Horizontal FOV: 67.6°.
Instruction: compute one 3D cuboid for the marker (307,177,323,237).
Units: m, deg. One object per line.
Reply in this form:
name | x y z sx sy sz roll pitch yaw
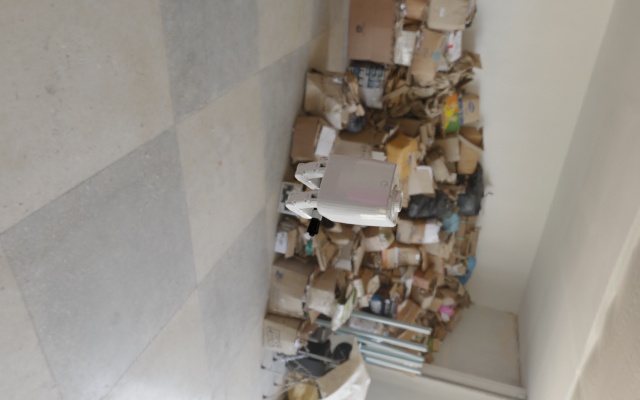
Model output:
marker | 0.000 0.003 0.787 0.020 0.121 0.020 13 -23 6
